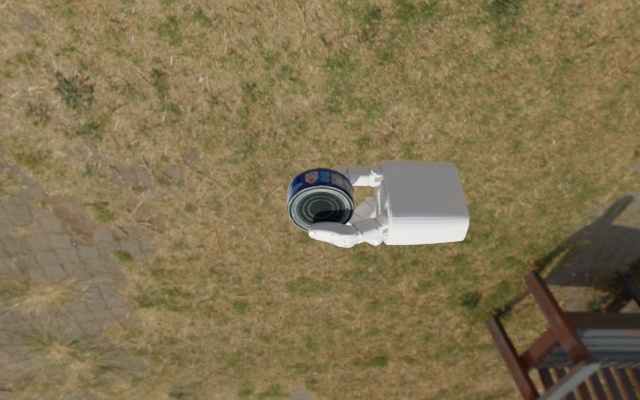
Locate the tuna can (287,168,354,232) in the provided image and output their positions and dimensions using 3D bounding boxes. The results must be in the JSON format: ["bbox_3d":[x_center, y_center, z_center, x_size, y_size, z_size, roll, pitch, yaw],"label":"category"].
[{"bbox_3d":[0.000,0.002,0.607,0.086,0.086,0.033,0,43,-2],"label":"tuna can"}]
